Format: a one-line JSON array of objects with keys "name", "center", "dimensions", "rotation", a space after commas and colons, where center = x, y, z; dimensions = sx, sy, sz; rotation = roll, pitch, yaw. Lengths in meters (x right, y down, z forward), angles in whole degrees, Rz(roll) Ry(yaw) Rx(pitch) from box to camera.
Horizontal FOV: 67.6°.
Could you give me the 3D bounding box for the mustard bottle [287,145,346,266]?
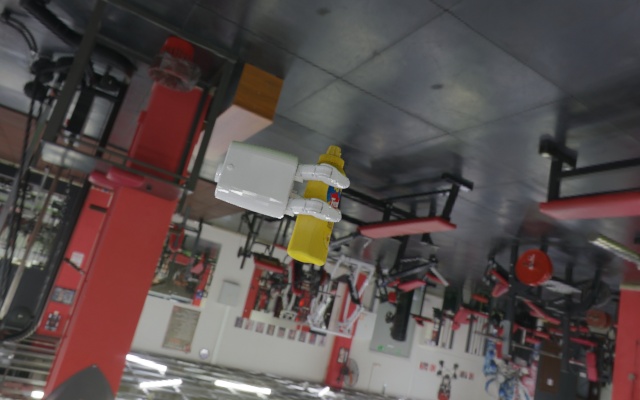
[{"name": "mustard bottle", "center": [0.000, 0.003, 0.762], "dimensions": [0.058, 0.191, 0.096], "rotation": [10, -14, 17]}]
